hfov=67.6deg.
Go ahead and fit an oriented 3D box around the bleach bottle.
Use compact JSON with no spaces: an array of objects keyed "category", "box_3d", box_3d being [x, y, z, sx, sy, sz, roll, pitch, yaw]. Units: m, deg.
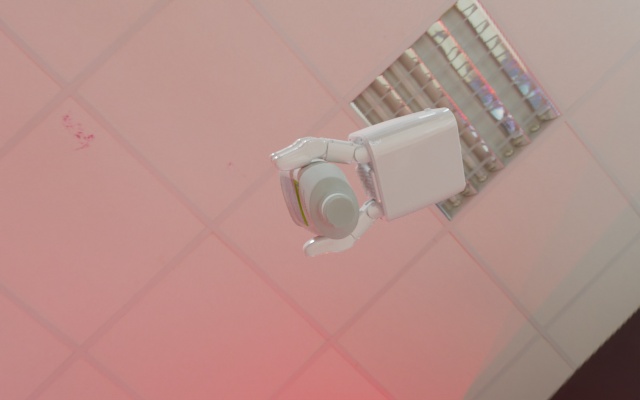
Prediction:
[{"category":"bleach bottle","box_3d":[0.000,0.002,0.560,0.068,0.102,0.251,-20,11,-7]}]
